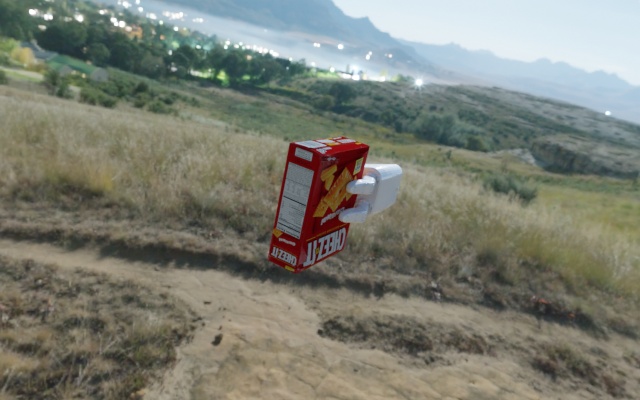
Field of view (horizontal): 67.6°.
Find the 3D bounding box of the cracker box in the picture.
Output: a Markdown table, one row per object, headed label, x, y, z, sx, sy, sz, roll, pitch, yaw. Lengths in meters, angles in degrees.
| label | x | y | z | sx | sy | sz | roll | pitch | yaw |
| --- | --- | --- | --- | --- | --- | --- | --- | --- | --- |
| cracker box | 0.000 | 0.003 | 0.835 | 0.072 | 0.214 | 0.164 | 23 | 22 | 28 |
